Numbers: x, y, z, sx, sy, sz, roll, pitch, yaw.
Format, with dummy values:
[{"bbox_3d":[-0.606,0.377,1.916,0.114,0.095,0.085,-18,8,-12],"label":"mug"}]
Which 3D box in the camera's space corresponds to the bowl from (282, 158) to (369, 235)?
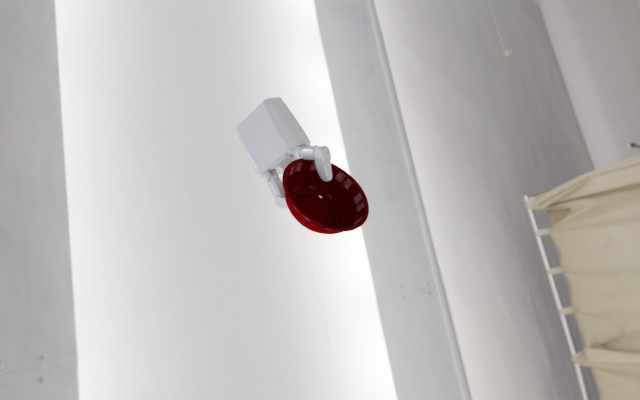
[{"bbox_3d":[0.000,0.004,0.815,0.162,0.162,0.055,0,-40,-34],"label":"bowl"}]
